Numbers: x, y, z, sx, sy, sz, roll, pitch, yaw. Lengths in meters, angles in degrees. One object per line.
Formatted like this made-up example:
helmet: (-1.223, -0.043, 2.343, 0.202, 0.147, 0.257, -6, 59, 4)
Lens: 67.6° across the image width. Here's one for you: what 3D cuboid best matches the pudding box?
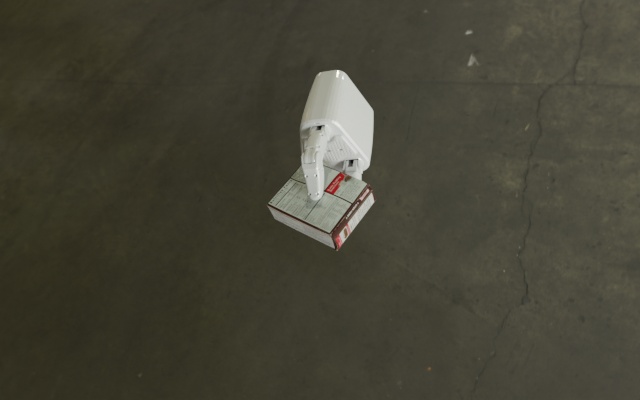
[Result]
pudding box: (0.000, 0.002, 0.619, 0.113, 0.090, 0.039, 23, -25, 35)
